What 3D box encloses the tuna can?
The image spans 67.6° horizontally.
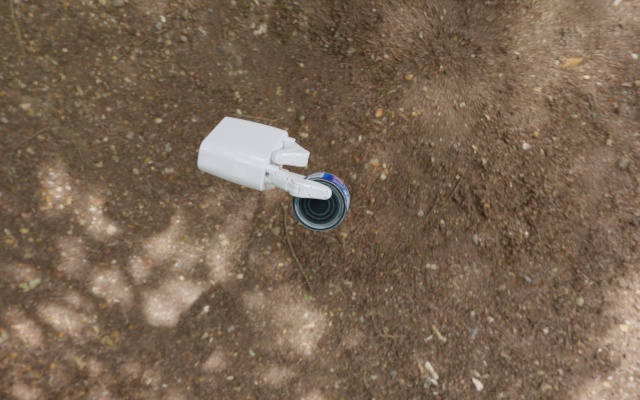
[{"bbox_3d":[0.000,0.003,0.720,0.086,0.086,0.033,0,18,9],"label":"tuna can"}]
